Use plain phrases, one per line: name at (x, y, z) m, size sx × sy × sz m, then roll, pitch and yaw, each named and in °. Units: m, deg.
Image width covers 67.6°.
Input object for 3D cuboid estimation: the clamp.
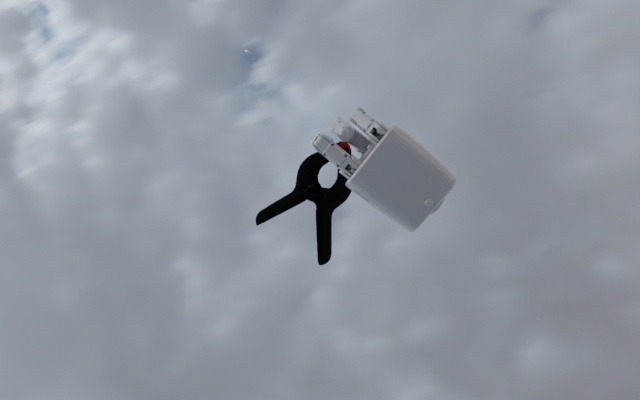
clamp at (0.000, 0.002, 0.658) m, size 0.120 × 0.171 × 0.039 m, roll 38°, pitch 16°, yaw 1°
